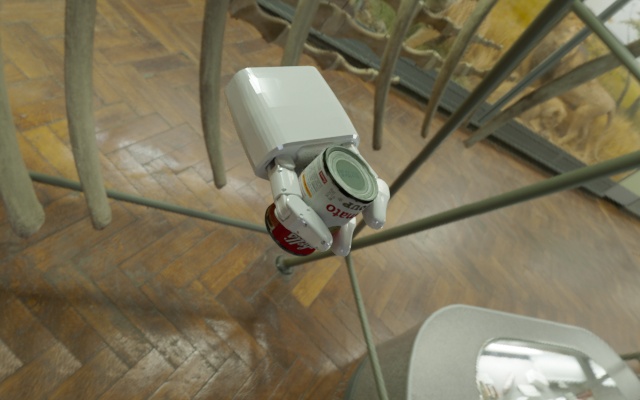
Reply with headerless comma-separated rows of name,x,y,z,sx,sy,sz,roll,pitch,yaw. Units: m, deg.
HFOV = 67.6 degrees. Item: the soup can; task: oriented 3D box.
soup can,0.000,0.002,0.474,0.068,0.068,0.102,0,-34,-46
